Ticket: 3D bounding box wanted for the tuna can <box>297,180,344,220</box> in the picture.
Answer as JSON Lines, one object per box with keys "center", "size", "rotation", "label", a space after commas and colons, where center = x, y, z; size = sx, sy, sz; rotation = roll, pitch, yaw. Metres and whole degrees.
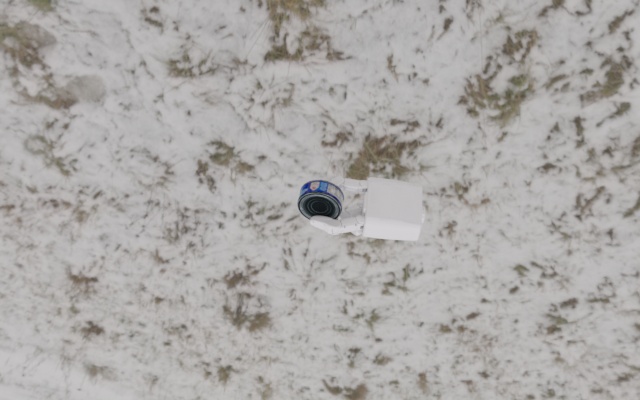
{"center": [0.000, 0.003, 0.897], "size": [0.086, 0.033, 0.086], "rotation": [7, -43, 7], "label": "tuna can"}
